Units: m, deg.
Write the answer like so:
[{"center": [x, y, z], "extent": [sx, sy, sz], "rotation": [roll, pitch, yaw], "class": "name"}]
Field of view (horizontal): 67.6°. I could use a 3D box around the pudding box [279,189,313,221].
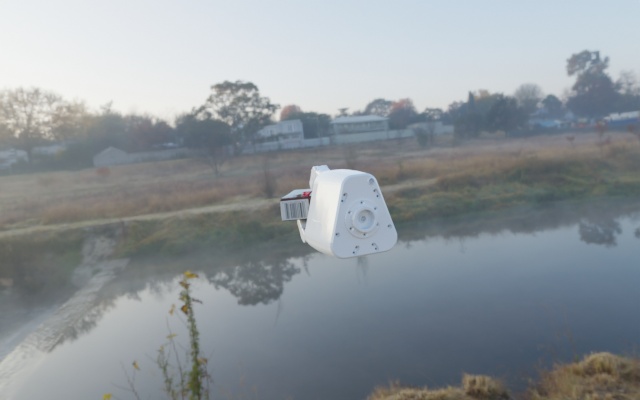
[{"center": [0.000, 0.002, 0.758], "extent": [0.113, 0.039, 0.090], "rotation": [-4, 9, 11], "class": "pudding box"}]
